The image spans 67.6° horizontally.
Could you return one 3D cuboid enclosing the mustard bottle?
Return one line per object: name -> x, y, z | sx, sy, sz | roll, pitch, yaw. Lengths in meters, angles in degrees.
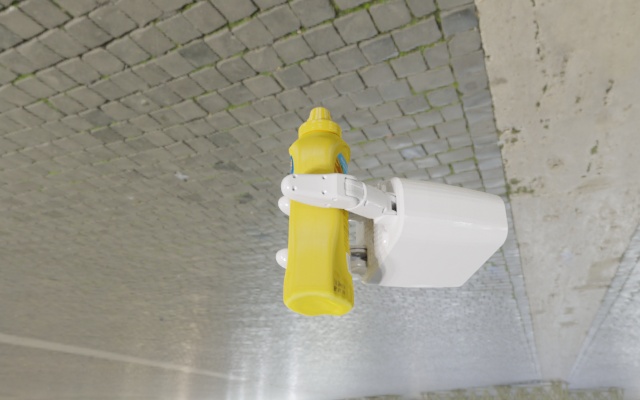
mustard bottle -> 0.000, 0.002, 0.430 | 0.058, 0.191, 0.096 | -3, -23, 9
